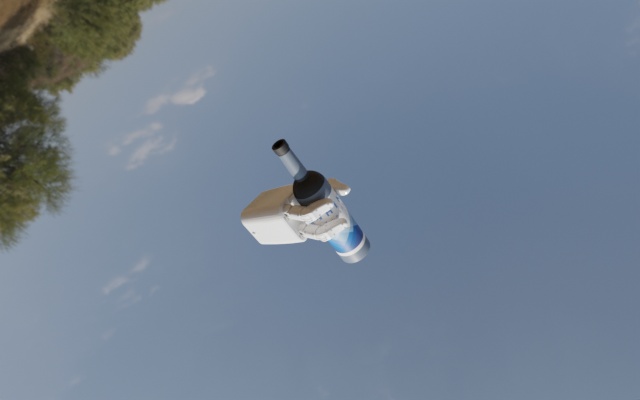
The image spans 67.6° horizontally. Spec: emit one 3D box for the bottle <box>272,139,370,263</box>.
[{"bbox_3d":[0.000,0.003,0.891,0.069,0.069,0.296,0,-42,41],"label":"bottle"}]
